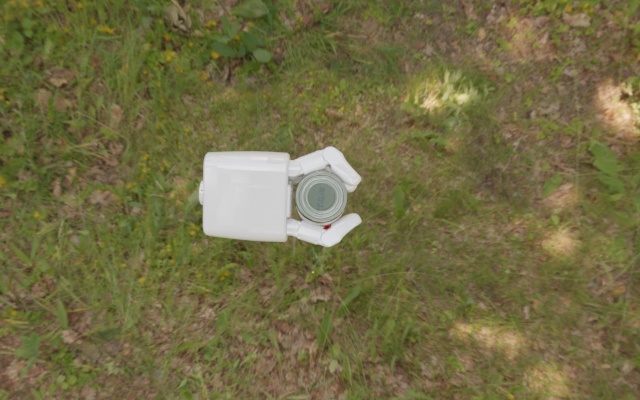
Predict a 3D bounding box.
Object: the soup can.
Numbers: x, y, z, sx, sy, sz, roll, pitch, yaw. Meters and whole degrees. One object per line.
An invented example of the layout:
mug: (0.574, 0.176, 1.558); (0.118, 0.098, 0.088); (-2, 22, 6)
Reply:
soup can: (0.001, 0.002, 0.639); (0.068, 0.068, 0.102); (0, -8, -1)
